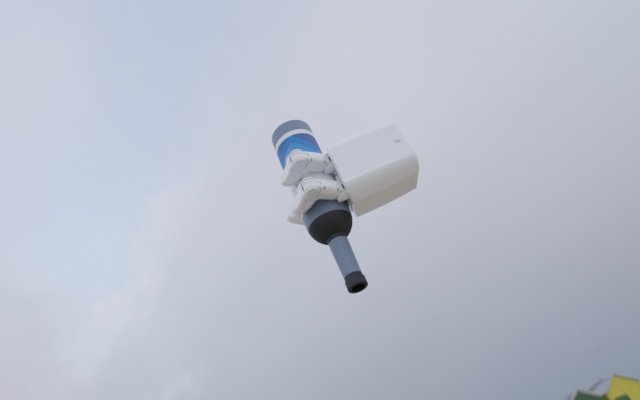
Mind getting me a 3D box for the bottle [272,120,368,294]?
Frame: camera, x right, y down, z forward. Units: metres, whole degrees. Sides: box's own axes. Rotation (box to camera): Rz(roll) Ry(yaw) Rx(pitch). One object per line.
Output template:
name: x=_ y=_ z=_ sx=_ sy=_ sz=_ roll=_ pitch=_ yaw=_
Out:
bottle: x=0.000 y=0.002 z=0.688 sx=0.069 sy=0.295 sz=0.069 roll=-15 pitch=-38 yaw=-12
